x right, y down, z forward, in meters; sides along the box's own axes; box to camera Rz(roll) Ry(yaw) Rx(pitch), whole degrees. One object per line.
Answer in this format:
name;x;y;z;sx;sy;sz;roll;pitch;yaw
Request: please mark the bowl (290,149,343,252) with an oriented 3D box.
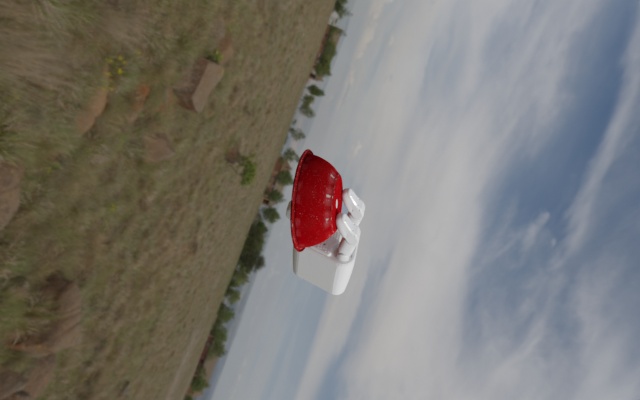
bowl;0.000;0.002;0.741;0.055;0.162;0.162;5;1;12
